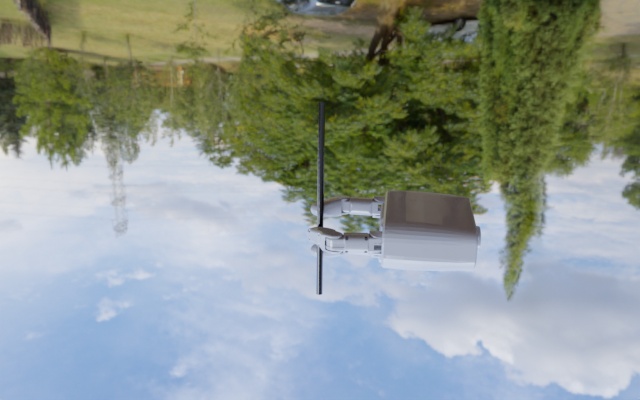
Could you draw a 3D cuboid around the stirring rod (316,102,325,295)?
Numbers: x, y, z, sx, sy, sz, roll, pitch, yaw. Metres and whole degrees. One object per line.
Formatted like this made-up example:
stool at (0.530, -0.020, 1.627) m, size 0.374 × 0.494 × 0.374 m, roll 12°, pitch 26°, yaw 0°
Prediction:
stirring rod at (0.000, 0.002, 0.586) m, size 0.011 × 0.239 × 0.011 m, roll 1°, pitch 12°, yaw 0°
